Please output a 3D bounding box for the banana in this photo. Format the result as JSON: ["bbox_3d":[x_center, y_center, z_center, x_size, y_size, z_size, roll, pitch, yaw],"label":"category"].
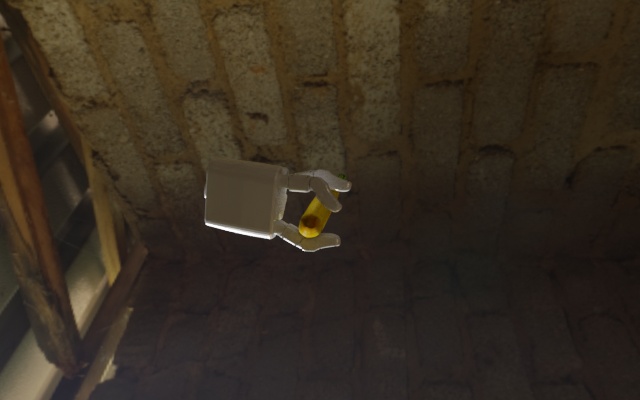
[{"bbox_3d":[-0.004,0.017,0.743,0.037,0.070,0.197,21,27,5],"label":"banana"}]
